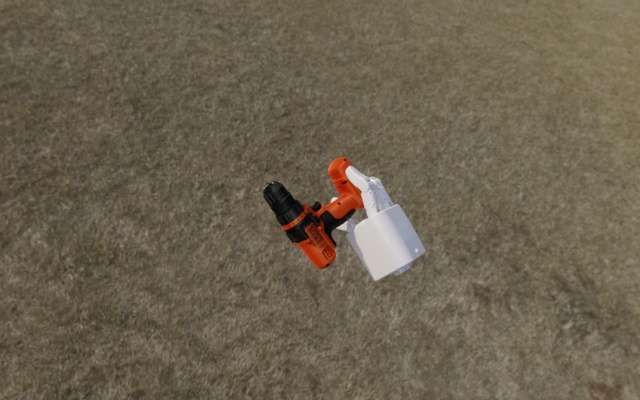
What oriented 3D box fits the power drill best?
[{"bbox_3d":[0.001,0.003,0.875,0.187,0.184,0.057,-45,18,-33],"label":"power drill"}]
